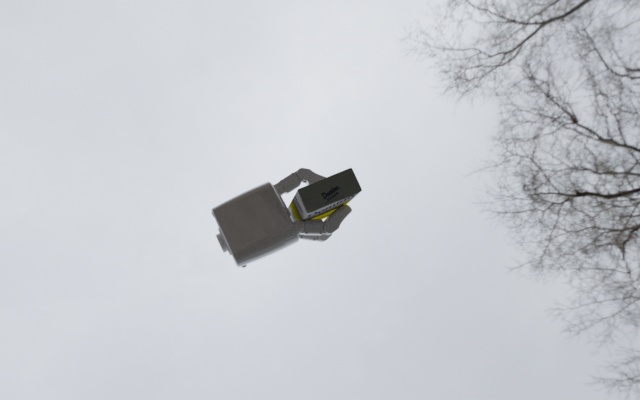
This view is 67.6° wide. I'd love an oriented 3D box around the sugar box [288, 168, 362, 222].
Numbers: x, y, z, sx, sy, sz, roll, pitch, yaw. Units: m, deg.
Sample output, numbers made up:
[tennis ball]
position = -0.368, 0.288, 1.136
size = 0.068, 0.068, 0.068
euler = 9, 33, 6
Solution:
[sugar box]
position = 0.000, 0.003, 0.782
size = 0.093, 0.048, 0.176
euler = -23, -5, -13
